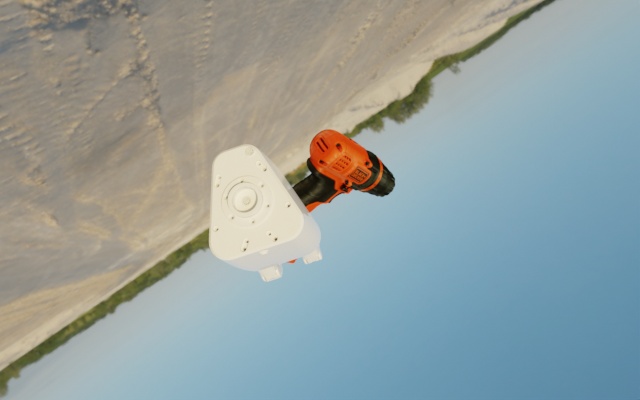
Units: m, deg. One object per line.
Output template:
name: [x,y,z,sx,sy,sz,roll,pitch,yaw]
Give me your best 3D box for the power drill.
power drill: [0.000,0.002,0.625,0.188,0.057,0.184,-44,-33,14]
